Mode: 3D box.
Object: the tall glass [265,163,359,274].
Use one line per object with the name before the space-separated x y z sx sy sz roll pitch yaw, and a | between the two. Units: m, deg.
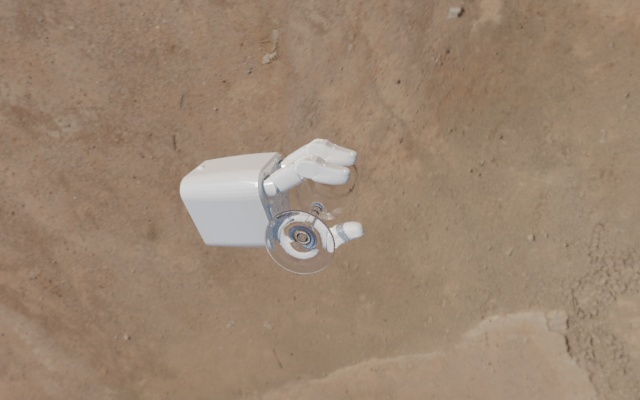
tall glass | 0.000 0.002 0.570 0.079 0.079 0.201 0 25 14
